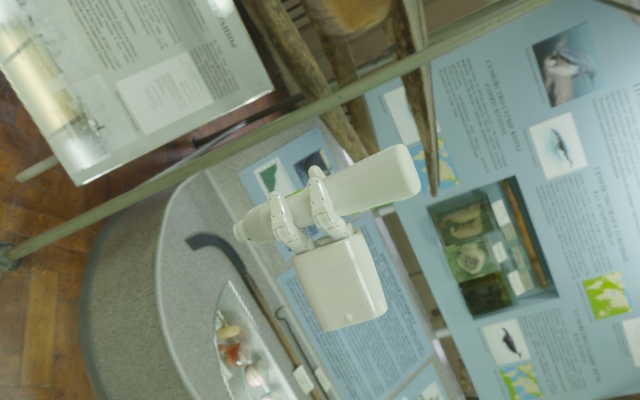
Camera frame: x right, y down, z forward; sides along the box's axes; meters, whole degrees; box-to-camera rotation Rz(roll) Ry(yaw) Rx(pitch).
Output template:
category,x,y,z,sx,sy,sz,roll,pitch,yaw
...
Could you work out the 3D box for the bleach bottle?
category,x,y,z,sx,sy,sz,roll,pitch,yaw
bleach bottle,0.000,0.002,0.629,0.251,0.068,0.102,-21,1,19
